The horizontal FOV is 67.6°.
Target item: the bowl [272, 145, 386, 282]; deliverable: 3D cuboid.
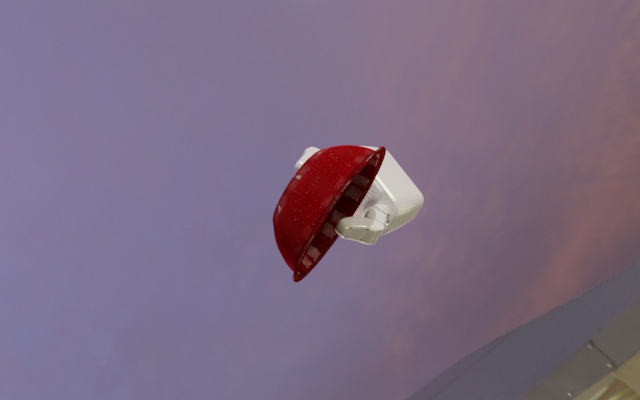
[{"bbox_3d":[-0.001,0.001,0.483,0.055,0.162,0.162,34,6,10],"label":"bowl"}]
